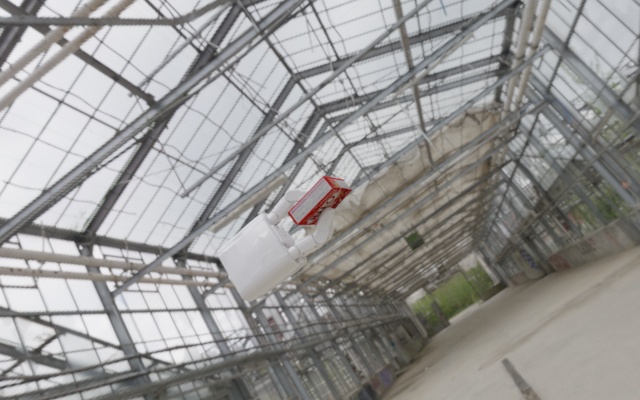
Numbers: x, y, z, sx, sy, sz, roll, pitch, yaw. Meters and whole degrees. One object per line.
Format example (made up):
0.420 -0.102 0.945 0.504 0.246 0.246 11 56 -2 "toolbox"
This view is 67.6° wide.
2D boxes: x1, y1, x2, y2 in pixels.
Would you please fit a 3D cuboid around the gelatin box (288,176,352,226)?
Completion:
0.000 0.002 0.769 0.089 0.030 0.073 -46 -21 18 "gelatin box"
